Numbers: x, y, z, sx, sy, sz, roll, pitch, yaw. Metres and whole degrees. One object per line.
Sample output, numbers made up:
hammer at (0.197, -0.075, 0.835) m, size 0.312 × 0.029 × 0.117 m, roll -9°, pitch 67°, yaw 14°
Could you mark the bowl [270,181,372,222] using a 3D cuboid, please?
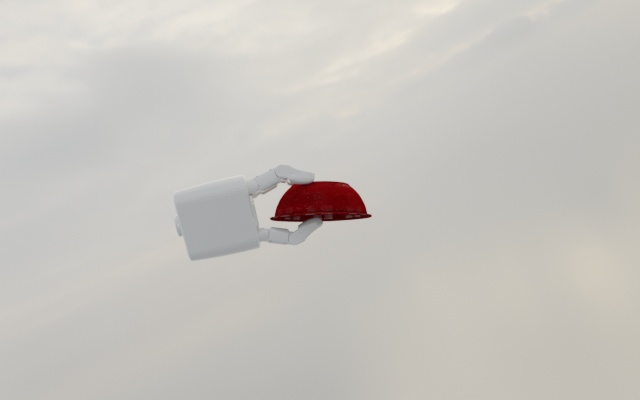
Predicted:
bowl at (0.001, 0.002, 0.757) m, size 0.162 × 0.055 × 0.162 m, roll -1°, pitch -6°, yaw 0°
